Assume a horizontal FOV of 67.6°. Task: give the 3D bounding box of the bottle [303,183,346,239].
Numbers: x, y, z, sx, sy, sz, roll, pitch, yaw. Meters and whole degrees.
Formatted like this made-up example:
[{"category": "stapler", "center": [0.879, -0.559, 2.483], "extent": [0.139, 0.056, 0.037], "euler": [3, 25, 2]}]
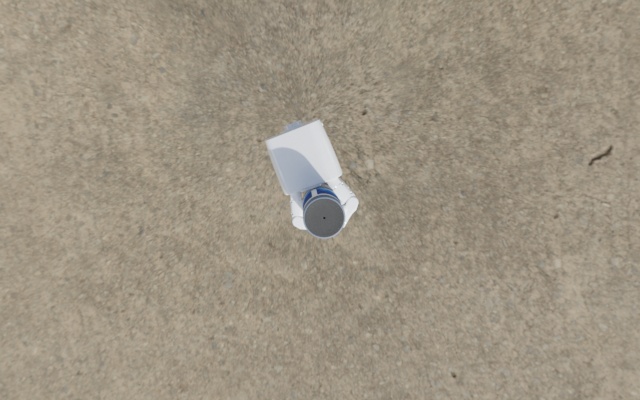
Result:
[{"category": "bottle", "center": [0.000, 0.003, 0.885], "extent": [0.069, 0.069, 0.295], "euler": [0, 10, -2]}]
